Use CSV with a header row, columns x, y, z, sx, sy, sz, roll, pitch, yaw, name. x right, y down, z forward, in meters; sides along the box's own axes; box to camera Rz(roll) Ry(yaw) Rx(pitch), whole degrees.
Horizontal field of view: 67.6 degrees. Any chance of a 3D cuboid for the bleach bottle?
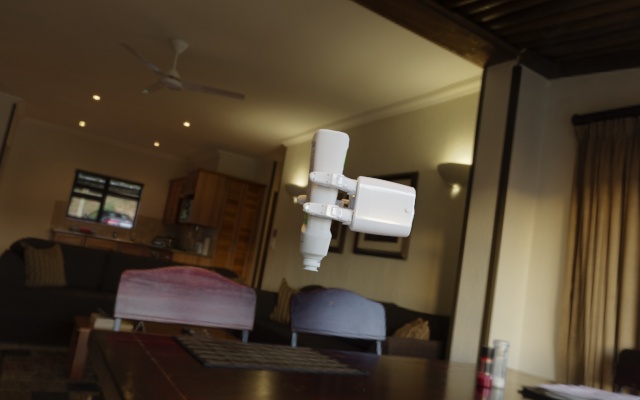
x,y,z,sx,sy,sz,roll,pitch,yaw,name
0.000,0.003,0.879,0.068,0.251,0.102,10,-8,-4,bleach bottle
